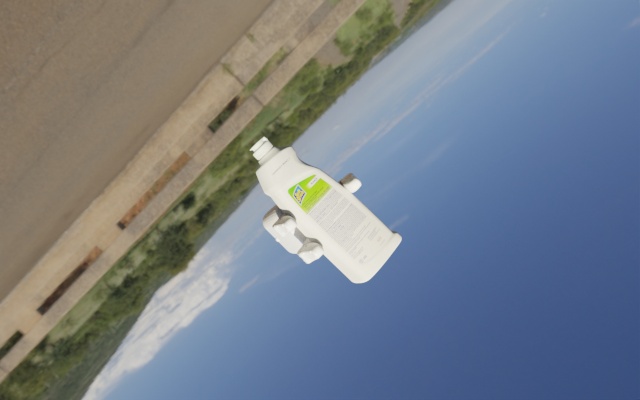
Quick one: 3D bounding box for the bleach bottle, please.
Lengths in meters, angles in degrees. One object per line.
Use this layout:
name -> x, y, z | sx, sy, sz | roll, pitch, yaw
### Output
bleach bottle -> 0.000, 0.002, 0.703 | 0.102, 0.251, 0.068 | -47, 9, -23
